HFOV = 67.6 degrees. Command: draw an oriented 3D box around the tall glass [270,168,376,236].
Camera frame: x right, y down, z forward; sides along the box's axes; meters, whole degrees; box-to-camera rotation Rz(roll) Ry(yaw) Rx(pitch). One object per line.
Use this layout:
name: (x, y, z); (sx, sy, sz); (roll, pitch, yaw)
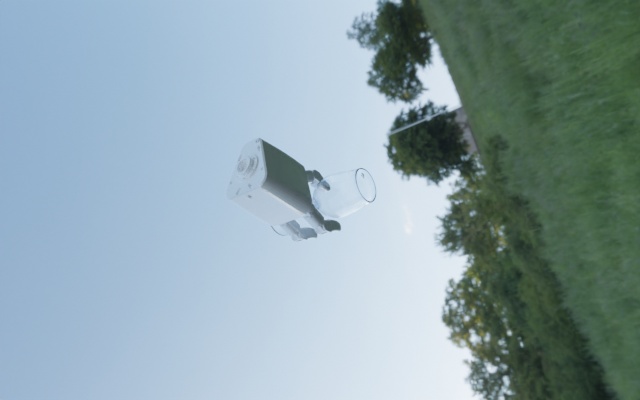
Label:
tall glass: (0.000, 0.003, 0.859); (0.201, 0.079, 0.079); (-20, -12, 34)
